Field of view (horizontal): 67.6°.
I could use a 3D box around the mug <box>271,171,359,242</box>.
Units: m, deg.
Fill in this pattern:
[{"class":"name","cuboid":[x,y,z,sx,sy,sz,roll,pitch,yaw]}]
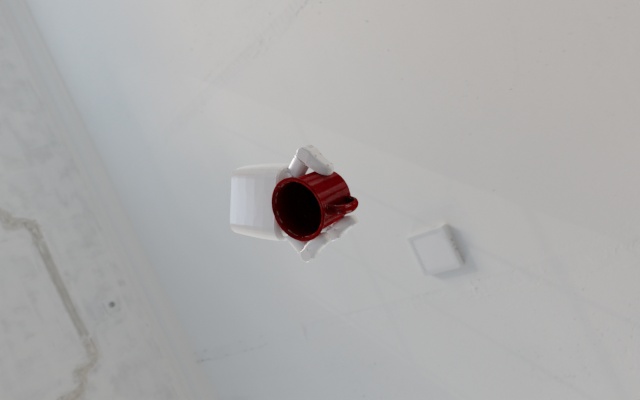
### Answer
[{"class":"mug","cuboid":[0.001,0.002,0.680,0.117,0.093,0.081,3,18,37]}]
